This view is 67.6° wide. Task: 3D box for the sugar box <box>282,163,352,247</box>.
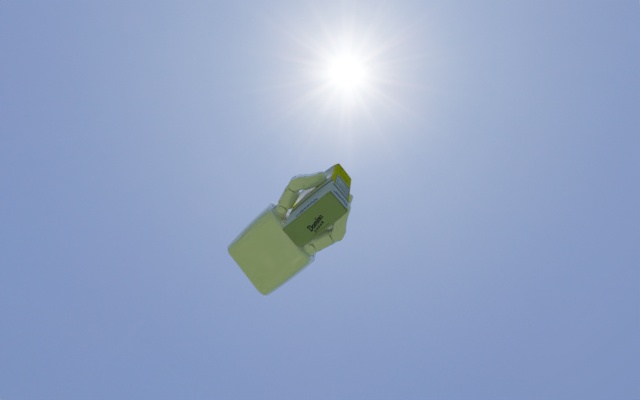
[{"bbox_3d":[0.000,0.003,0.744,0.093,0.048,0.176,-39,12,16],"label":"sugar box"}]
